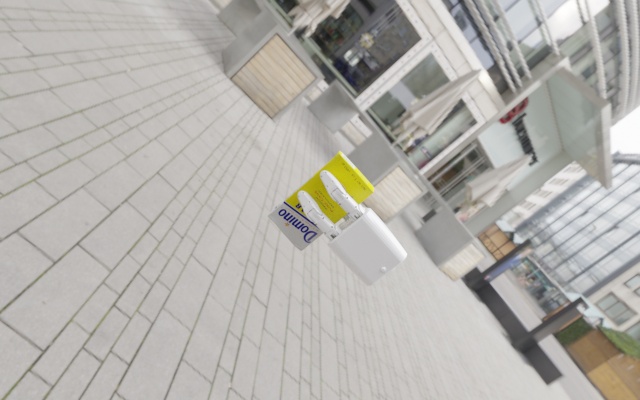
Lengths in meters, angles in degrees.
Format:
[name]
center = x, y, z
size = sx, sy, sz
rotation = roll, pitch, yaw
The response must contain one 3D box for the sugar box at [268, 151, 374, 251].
[sugar box]
center = 0.000, 0.003, 0.860
size = 0.176, 0.093, 0.048
rotation = -41, 6, 13
